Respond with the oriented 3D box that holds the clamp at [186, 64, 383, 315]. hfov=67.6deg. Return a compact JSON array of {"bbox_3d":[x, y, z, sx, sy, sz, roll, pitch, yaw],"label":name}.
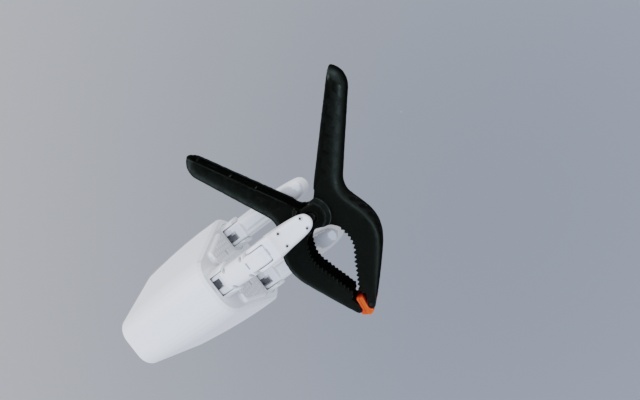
[{"bbox_3d":[0.000,0.002,0.417,0.164,0.210,0.036,-36,3,18],"label":"clamp"}]
